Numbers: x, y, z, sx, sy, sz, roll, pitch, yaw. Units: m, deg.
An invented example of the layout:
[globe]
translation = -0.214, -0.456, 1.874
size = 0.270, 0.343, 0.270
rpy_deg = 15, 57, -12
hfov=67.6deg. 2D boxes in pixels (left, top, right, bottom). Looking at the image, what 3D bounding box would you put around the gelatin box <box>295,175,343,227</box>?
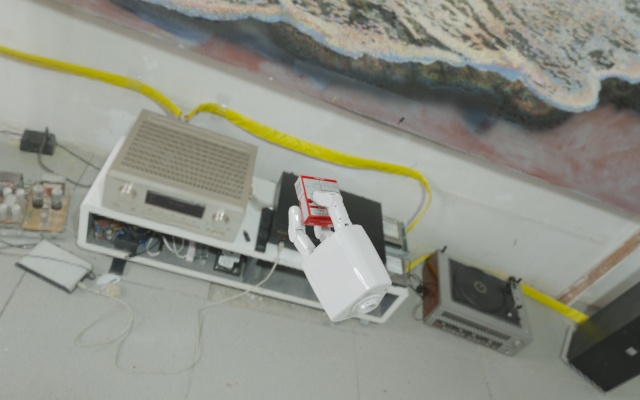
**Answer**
[gelatin box]
translation = 0.000, 0.002, 0.816
size = 0.073, 0.089, 0.030
rpy_deg = 6, -38, -28
